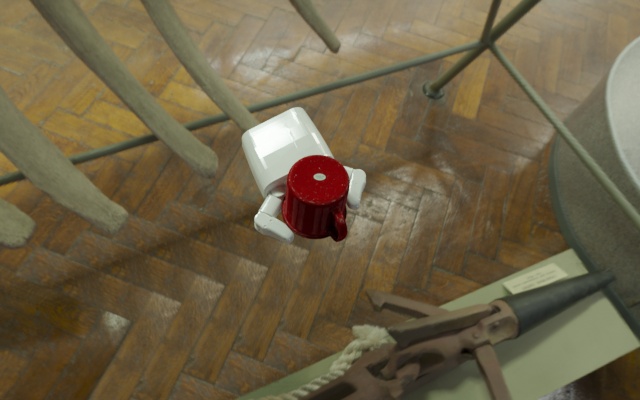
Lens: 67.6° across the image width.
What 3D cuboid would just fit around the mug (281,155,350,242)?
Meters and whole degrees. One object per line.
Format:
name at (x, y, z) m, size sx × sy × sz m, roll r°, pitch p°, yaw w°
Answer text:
mug at (0.001, 0.003, 0.633) m, size 0.093 × 0.117 × 0.081 m, roll -22°, pitch -27°, yaw -18°
